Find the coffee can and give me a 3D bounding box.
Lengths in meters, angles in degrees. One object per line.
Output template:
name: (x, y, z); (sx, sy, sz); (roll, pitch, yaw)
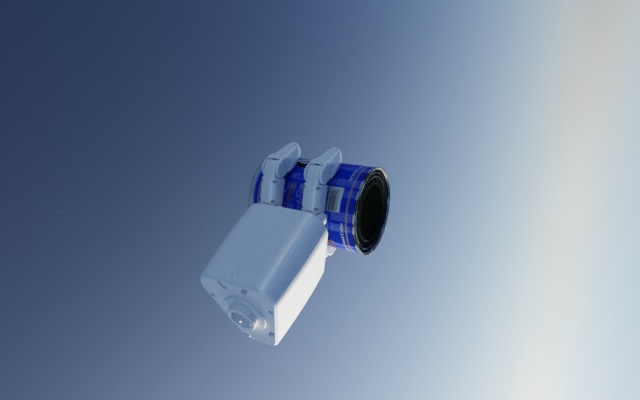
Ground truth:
coffee can: (0.000, 0.002, 0.576); (0.140, 0.103, 0.103); (10, 4, 27)
